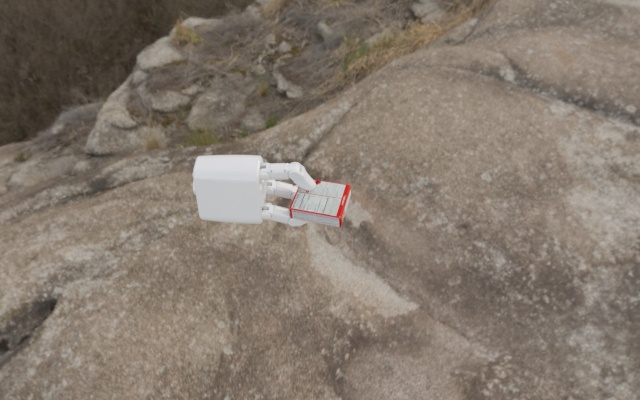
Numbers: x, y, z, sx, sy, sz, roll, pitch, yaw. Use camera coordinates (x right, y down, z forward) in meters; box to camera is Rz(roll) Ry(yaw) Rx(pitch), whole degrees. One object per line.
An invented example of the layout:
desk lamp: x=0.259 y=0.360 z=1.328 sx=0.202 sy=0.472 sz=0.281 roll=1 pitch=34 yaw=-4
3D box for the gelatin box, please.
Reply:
gelatin box: x=0.000 y=0.002 z=0.797 sx=0.089 sy=0.073 sz=0.030 roll=9 pitch=-40 yaw=13
